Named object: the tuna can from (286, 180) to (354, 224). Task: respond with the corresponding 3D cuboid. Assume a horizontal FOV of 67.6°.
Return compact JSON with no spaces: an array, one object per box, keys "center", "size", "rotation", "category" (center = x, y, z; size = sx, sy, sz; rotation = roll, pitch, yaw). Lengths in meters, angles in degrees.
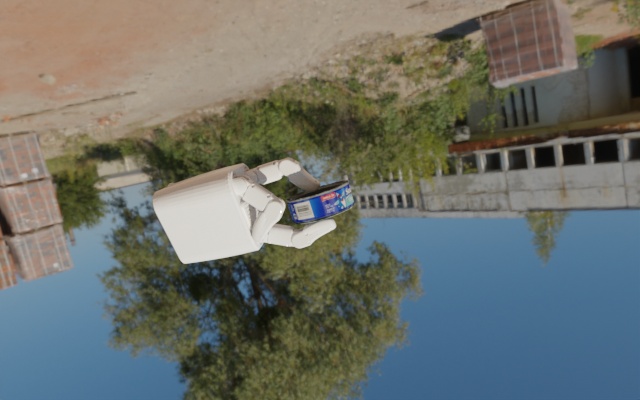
[{"center":[0.000,0.003,0.628],"size":[0.086,0.034,0.086],"rotation":[-17,7,2],"category":"tuna can"}]
